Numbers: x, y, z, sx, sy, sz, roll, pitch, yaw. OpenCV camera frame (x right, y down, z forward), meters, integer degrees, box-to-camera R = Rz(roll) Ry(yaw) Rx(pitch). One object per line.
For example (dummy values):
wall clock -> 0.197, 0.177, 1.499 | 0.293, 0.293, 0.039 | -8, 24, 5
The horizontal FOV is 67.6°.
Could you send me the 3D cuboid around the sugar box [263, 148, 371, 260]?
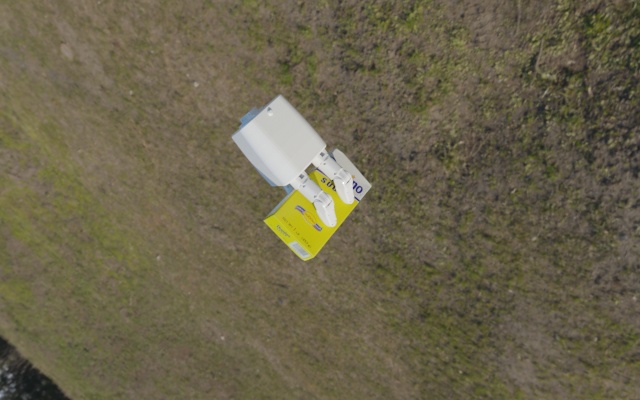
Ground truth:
sugar box -> 0.000, 0.002, 0.770 | 0.176, 0.093, 0.048 | -49, 12, -29
